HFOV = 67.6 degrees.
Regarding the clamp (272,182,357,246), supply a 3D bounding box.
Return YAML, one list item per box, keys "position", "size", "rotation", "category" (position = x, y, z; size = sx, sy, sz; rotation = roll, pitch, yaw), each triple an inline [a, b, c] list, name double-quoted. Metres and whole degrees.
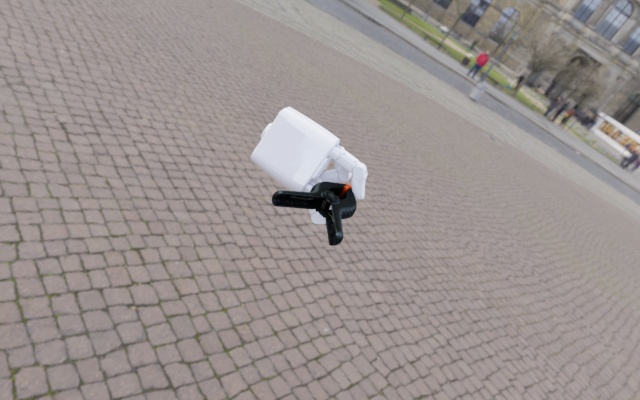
- position: [0.001, 0.002, 0.743]
  size: [0.120, 0.039, 0.171]
  rotation: [36, 25, 3]
  category: "clamp"
